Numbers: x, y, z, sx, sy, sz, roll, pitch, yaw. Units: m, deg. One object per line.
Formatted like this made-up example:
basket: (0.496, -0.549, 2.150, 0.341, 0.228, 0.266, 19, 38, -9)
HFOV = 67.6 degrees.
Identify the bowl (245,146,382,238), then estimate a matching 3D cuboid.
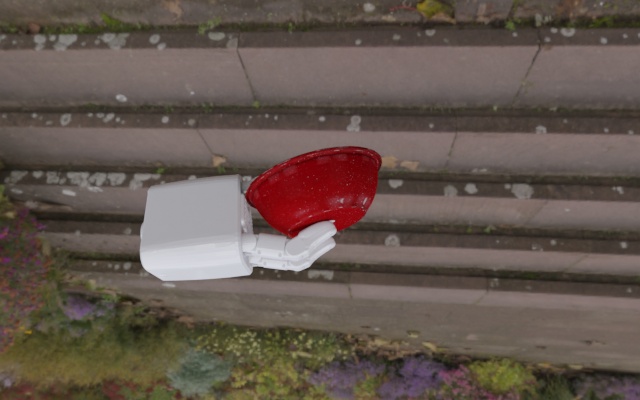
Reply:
bowl: (0.001, 0.002, 0.539, 0.162, 0.055, 0.162, -15, -19, -5)
